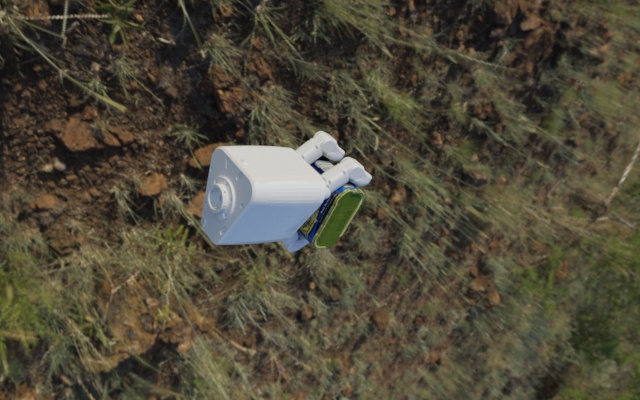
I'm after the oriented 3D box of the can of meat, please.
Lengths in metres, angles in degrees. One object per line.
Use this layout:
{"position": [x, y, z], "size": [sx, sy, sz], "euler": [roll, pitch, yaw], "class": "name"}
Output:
{"position": [0.000, 0.002, 0.639], "size": [0.057, 0.102, 0.084], "euler": [1, 36, -47], "class": "can of meat"}
